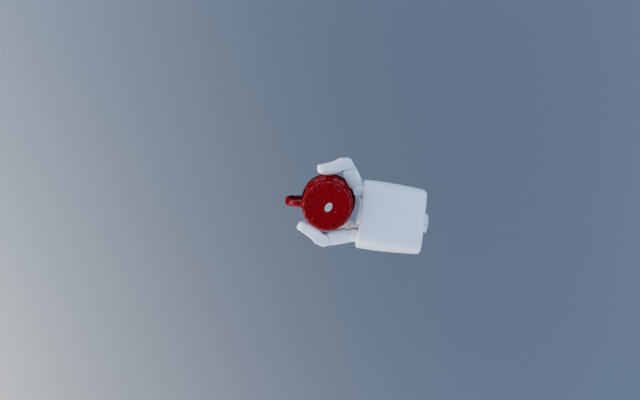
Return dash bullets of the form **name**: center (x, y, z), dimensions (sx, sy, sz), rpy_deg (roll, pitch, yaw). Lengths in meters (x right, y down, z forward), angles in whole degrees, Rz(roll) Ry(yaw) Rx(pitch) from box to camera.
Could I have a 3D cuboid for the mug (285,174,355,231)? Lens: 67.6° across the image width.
- **mug**: center (-0.001, 0.002, 0.786), dimensions (0.117, 0.093, 0.081), rpy_deg (6, 7, 2)
